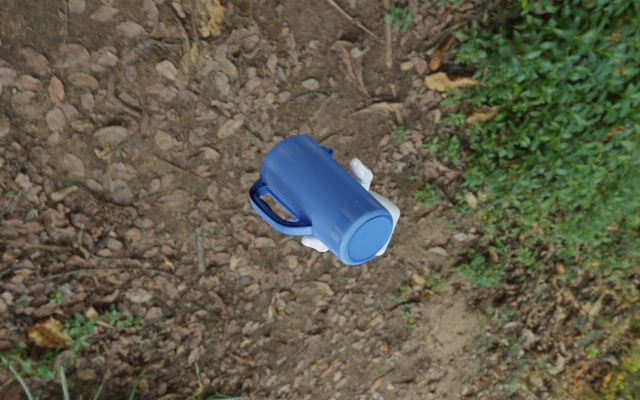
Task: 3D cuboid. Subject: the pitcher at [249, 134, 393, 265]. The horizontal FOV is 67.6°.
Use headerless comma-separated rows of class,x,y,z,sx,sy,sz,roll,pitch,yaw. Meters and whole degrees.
pitcher,0.000,0.003,0.813,0.145,0.149,0.242,19,19,-48
